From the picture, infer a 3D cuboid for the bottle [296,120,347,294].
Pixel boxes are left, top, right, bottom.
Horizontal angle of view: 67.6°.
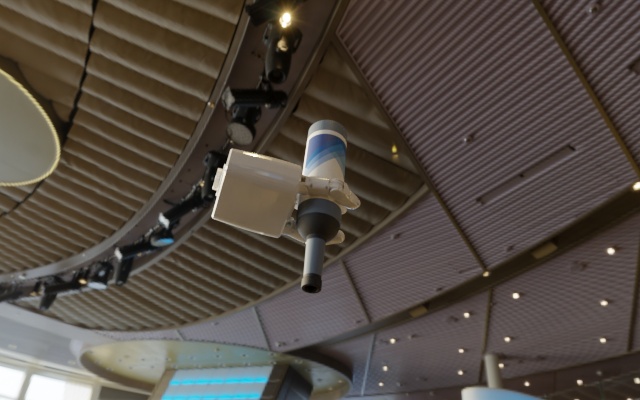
[{"bbox_3d":[0.000,0.002,0.725,0.069,0.295,0.069,4,-38,3],"label":"bottle"}]
